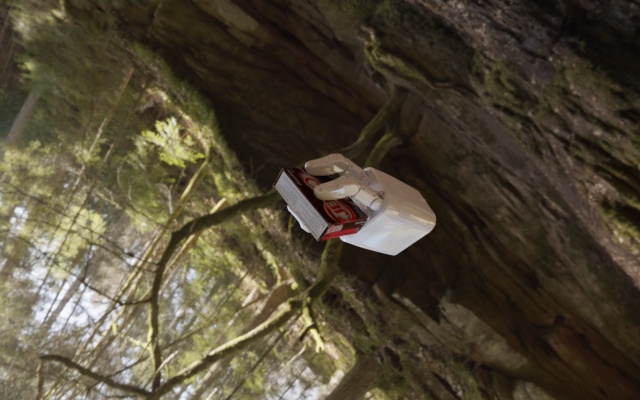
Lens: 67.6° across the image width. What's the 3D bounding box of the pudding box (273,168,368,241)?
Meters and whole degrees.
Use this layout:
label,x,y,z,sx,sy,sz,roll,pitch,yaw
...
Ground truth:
label,x,y,z,sx,sy,sz,roll,pitch,yaw
pudding box,0.000,0.002,0.671,0.090,0.039,0.113,-5,46,-52
